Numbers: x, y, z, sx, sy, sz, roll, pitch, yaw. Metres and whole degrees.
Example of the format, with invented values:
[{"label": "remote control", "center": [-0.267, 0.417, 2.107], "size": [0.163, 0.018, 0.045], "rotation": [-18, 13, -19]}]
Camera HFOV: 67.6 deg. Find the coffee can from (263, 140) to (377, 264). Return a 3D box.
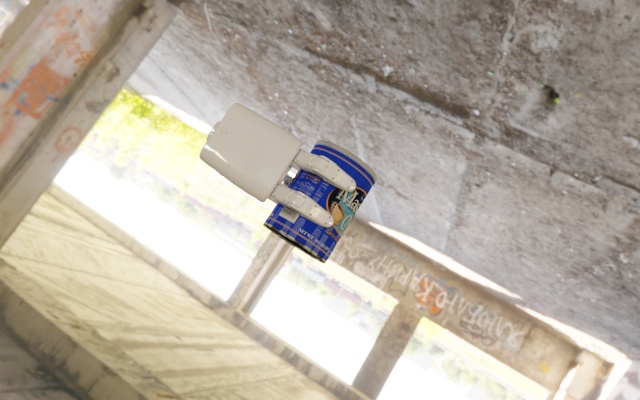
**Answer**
[{"label": "coffee can", "center": [0.000, 0.002, 0.667], "size": [0.103, 0.140, 0.103], "rotation": [32, -9, 6]}]
